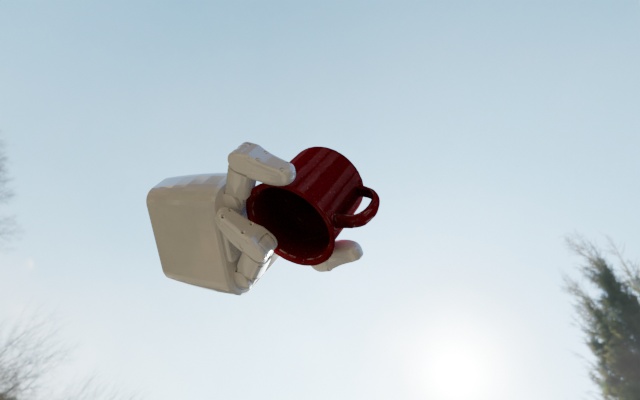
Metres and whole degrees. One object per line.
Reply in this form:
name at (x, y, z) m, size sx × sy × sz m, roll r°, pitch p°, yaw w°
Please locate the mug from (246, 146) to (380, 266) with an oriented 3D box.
mug at (0.001, 0.001, 0.448) m, size 0.117 × 0.093 × 0.081 m, roll 2°, pitch 35°, yaw 33°
